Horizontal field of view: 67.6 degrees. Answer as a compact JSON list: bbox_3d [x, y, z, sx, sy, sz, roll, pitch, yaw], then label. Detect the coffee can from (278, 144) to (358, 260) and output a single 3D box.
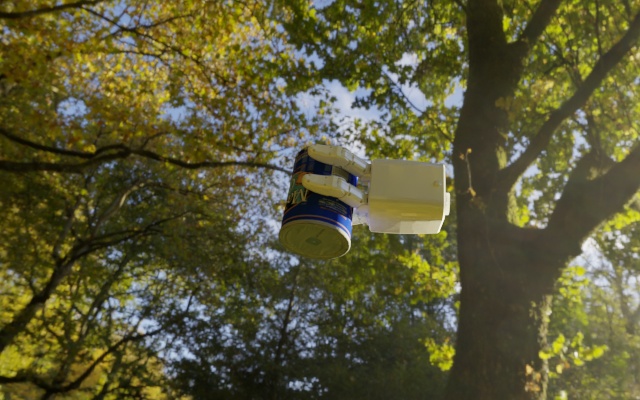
[{"bbox_3d":[0.000,0.002,0.712,0.103,0.140,0.103,6,-34,4],"label":"coffee can"}]
